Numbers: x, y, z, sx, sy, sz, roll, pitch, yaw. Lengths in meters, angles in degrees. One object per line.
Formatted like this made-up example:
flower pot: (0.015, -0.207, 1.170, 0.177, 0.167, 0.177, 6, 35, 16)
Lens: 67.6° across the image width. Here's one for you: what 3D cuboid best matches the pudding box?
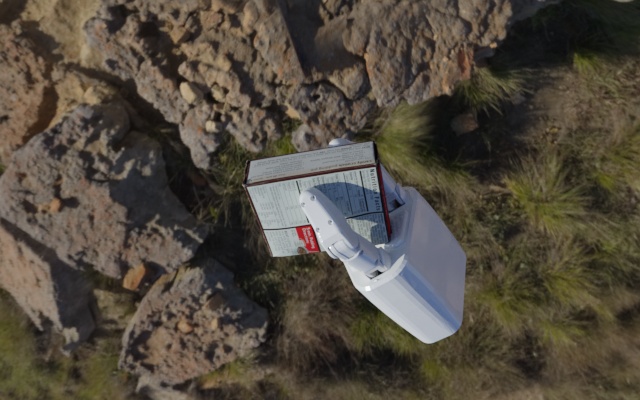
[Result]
pudding box: (0.000, 0.002, 0.411, 0.113, 0.090, 0.039, -9, 39, 7)
